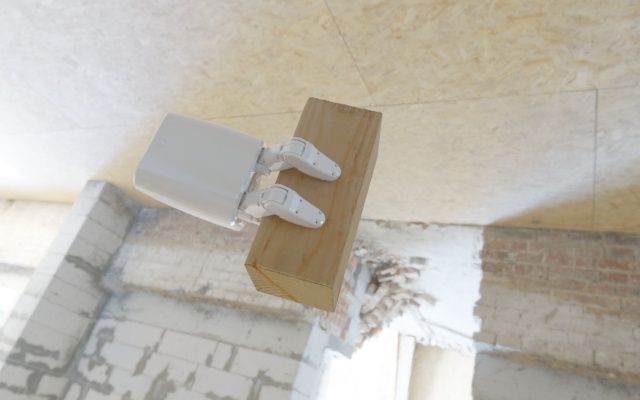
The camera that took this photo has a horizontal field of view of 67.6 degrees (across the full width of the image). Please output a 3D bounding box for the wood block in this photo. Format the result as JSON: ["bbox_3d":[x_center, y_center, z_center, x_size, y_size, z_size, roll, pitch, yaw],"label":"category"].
[{"bbox_3d":[0.000,0.002,0.521,0.090,0.206,0.091,14,-26,9],"label":"wood block"}]
